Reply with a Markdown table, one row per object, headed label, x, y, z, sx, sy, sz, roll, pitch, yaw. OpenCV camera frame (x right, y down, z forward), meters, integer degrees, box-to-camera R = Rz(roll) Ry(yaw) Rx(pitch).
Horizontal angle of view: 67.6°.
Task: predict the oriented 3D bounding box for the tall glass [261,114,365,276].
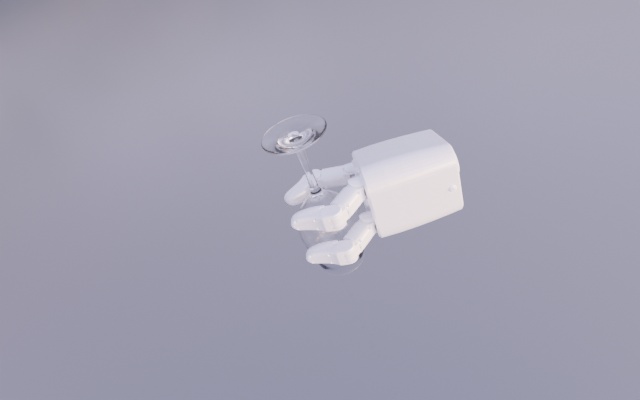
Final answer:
| label | x | y | z | sx | sy | sz | roll | pitch | yaw |
| --- | --- | --- | --- | --- | --- | --- | --- | --- | --- |
| tall glass | 0.000 | 0.001 | 0.571 | 0.079 | 0.201 | 0.079 | -13 | 38 | 10 |
